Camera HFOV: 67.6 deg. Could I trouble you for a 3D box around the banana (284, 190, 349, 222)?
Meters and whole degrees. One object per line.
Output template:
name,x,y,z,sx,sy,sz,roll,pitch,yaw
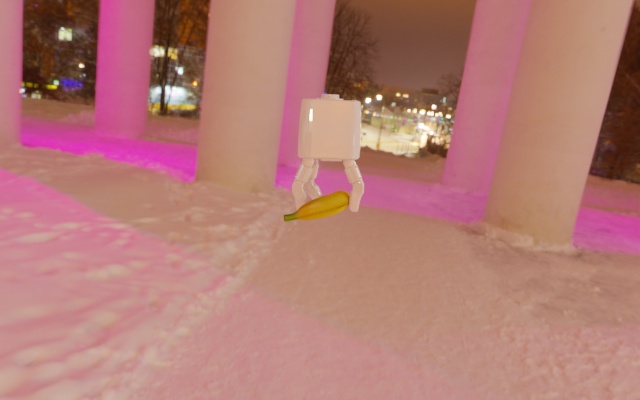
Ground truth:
banana,0.014,0.004,0.887,0.069,0.037,0.198,3,11,32
